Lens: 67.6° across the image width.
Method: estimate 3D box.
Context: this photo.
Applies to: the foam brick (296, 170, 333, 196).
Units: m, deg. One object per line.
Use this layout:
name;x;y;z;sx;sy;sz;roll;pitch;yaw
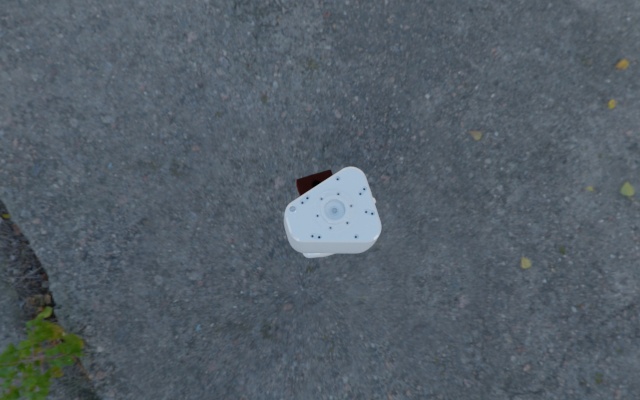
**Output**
foam brick;0.000;0.002;0.689;0.053;0.078;0.051;-17;-10;-5
